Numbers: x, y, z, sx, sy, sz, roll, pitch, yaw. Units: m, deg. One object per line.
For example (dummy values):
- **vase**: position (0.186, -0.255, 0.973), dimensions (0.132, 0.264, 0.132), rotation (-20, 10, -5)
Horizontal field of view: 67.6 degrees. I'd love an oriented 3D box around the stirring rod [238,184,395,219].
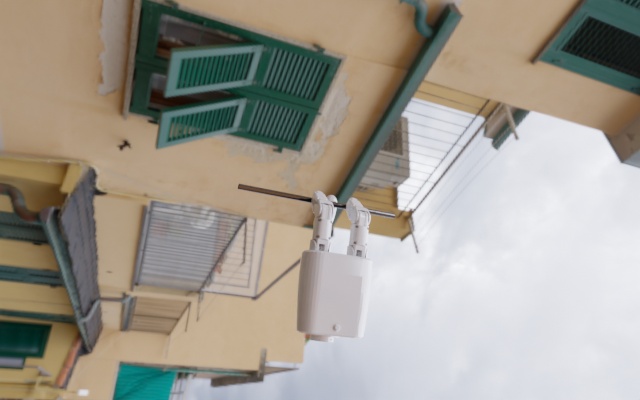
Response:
- **stirring rod**: position (0.000, 0.002, 0.690), dimensions (0.239, 0.011, 0.011), rotation (11, -4, -19)
